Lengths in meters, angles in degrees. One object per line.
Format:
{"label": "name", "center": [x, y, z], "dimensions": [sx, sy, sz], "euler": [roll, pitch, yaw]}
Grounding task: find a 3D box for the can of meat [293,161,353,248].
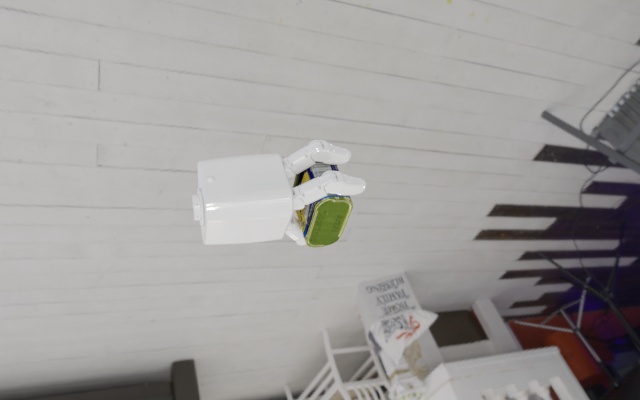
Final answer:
{"label": "can of meat", "center": [0.000, 0.002, 0.654], "dimensions": [0.057, 0.084, 0.102], "euler": [-3, -42, -20]}
